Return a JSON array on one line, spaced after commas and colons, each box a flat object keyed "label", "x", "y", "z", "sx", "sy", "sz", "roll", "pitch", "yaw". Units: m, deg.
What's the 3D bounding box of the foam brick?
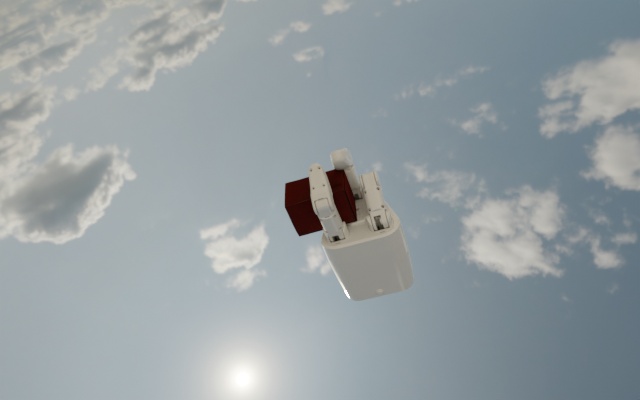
[{"label": "foam brick", "x": 0.000, "y": 0.002, "z": 0.591, "sx": 0.078, "sy": 0.051, "sz": 0.053, "roll": -15, "pitch": 35, "yaw": 11}]
